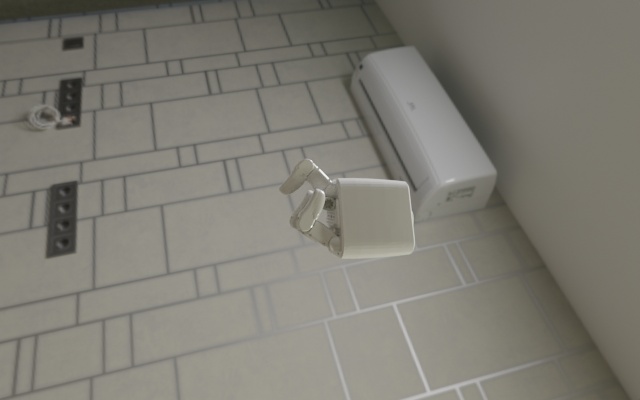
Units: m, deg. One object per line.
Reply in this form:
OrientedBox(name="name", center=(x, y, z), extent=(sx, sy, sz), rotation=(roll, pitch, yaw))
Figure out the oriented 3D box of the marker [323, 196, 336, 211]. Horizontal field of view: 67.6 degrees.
OrientedBox(name="marker", center=(0.000, 0.002, 0.706), extent=(0.020, 0.020, 0.121), rotation=(0, 2, -11))
